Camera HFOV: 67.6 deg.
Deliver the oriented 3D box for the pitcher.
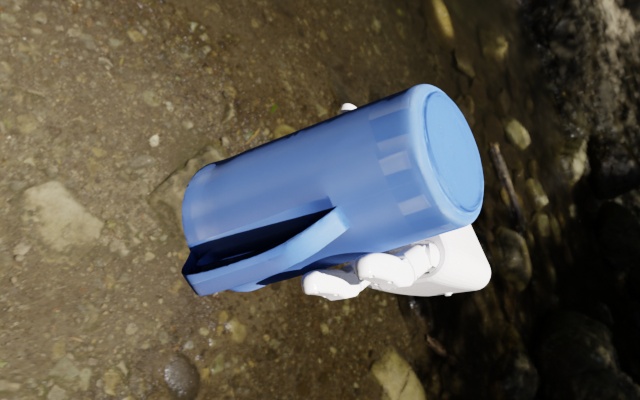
[{"bbox_3d":[0.000,0.001,0.402,0.243,0.149,0.145,-19,-27,37],"label":"pitcher"}]
